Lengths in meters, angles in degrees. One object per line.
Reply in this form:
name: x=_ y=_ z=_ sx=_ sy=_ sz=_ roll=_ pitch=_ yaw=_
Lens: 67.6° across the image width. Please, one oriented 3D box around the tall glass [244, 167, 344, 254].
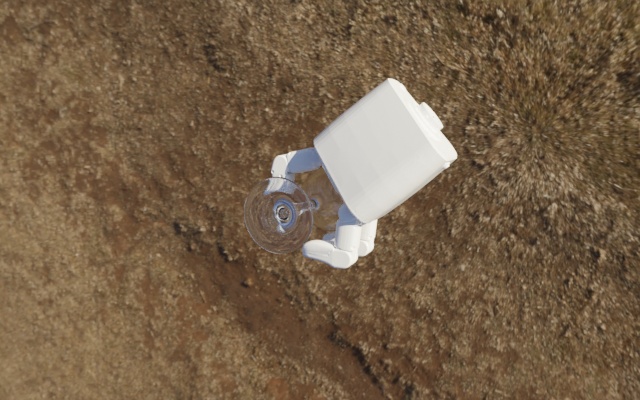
tall glass: x=0.000 y=0.002 z=0.541 sx=0.079 sy=0.079 sz=0.201 roll=0 pitch=7 yaw=24
